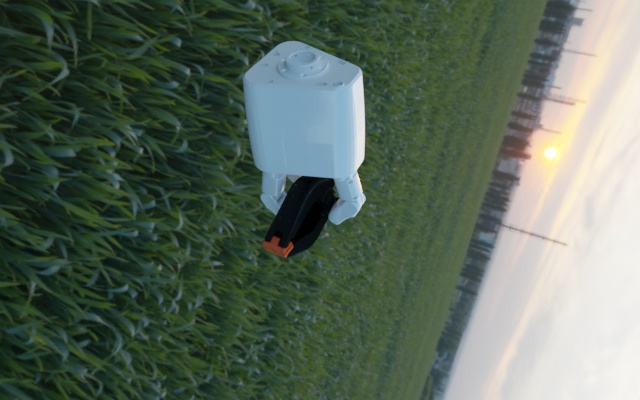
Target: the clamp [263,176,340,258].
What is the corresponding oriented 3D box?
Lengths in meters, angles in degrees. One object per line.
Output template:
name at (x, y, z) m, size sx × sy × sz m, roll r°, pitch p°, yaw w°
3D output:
clamp at (0.001, 0.002, 0.581) m, size 0.036 × 0.165 × 0.210 m, roll 18°, pitch 49°, yaw 21°
